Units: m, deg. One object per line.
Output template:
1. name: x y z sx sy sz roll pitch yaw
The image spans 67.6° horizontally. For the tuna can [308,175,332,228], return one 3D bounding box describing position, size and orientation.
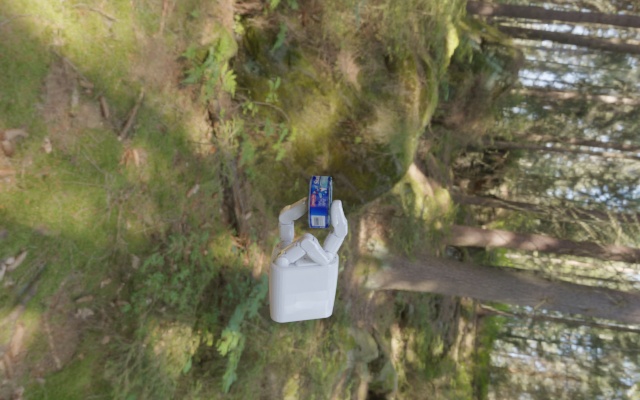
1. tuna can: 0.001 0.003 0.776 0.034 0.086 0.086 2 0 4
